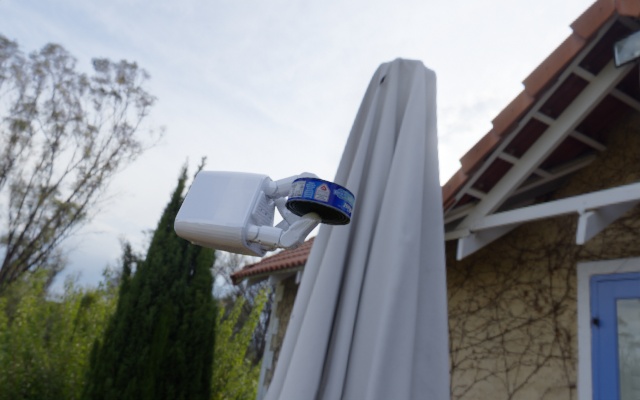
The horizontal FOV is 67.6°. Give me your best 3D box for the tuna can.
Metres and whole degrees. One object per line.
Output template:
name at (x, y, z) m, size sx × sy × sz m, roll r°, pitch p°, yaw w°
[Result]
tuna can at (0.000, 0.001, 0.612) m, size 0.086 × 0.033 × 0.086 m, roll 14°, pitch -17°, yaw 4°
